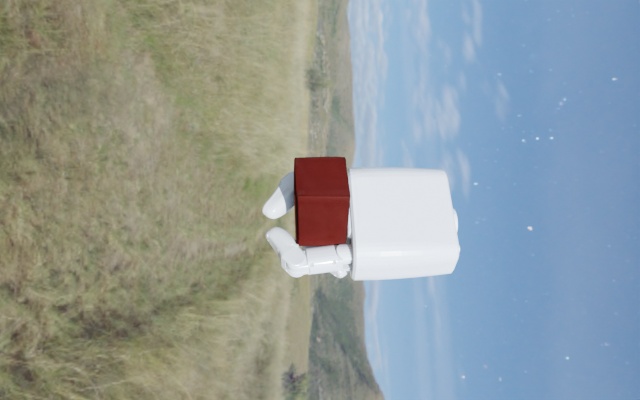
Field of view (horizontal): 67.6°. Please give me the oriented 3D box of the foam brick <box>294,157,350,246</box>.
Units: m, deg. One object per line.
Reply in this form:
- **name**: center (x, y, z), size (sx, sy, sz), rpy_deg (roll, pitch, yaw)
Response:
- **foam brick**: center (0.000, 0.001, 0.470), size (0.051, 0.053, 0.078), rpy_deg (-1, -41, -2)
